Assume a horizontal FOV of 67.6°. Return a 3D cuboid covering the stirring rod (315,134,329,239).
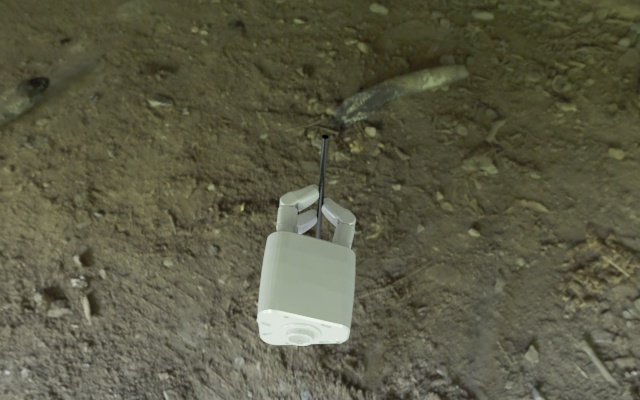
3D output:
[{"bbox_3d":[0.000,0.002,0.645,0.011,0.011,0.240,0,-39,-3],"label":"stirring rod"}]
